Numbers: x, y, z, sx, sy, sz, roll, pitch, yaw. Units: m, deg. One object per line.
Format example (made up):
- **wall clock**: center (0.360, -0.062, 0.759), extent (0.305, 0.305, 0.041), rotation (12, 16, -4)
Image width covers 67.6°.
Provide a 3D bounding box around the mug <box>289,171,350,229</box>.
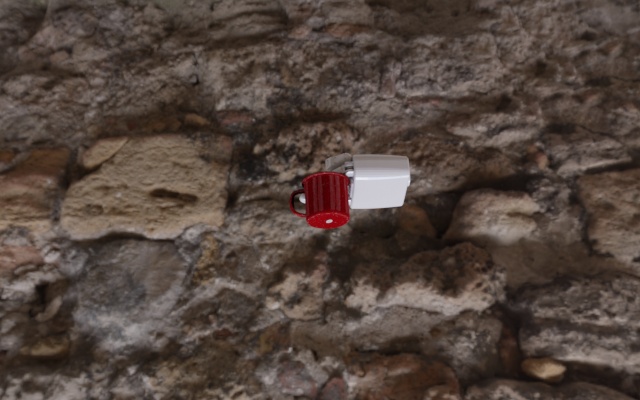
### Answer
- **mug**: center (-0.001, 0.003, 0.894), extent (0.117, 0.081, 0.093), rotation (-3, -24, -1)
